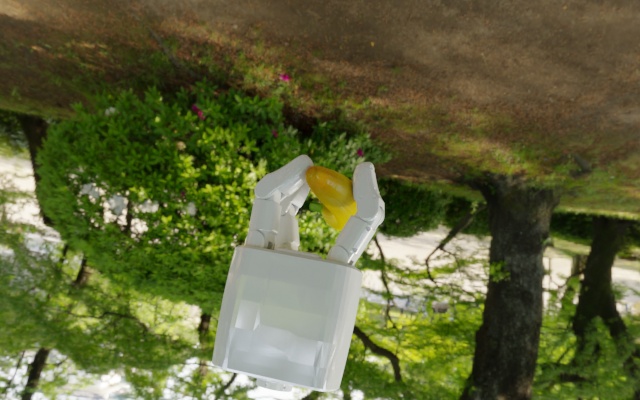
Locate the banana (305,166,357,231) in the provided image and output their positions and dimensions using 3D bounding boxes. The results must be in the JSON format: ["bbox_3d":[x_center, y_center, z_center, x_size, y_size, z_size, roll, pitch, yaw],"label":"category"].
[{"bbox_3d":[0.018,0.007,0.506,0.069,0.037,0.198,13,-11,2],"label":"banana"}]
